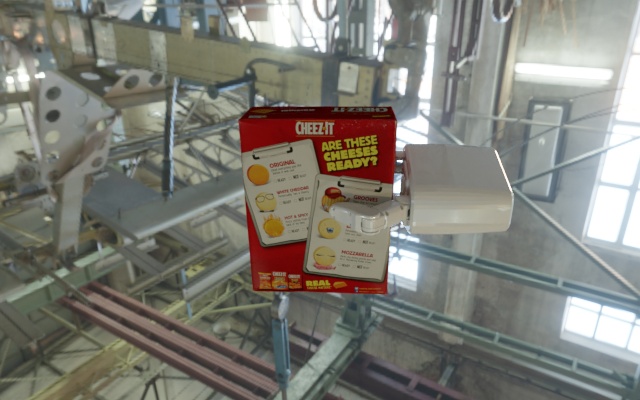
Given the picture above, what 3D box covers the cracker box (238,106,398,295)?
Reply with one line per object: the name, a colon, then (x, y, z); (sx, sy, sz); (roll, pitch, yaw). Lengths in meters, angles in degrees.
cracker box: (0.000, 0.002, 0.552); (0.164, 0.214, 0.072); (1, 24, 4)
